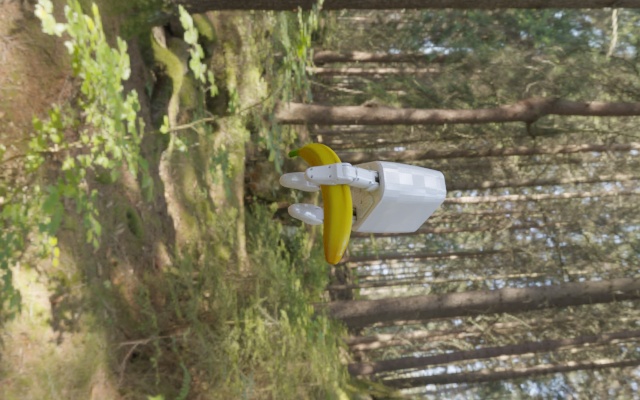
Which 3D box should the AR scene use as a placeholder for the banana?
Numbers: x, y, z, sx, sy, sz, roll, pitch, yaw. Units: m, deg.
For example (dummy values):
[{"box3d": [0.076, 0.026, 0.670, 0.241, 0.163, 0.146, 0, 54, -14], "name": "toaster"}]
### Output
[{"box3d": [0.010, -0.012, 0.636, 0.037, 0.197, 0.070, 13, -46, -37], "name": "banana"}]
